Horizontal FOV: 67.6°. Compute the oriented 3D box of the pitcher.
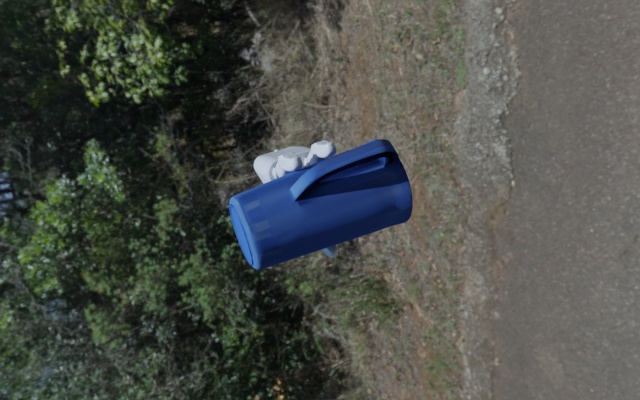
[{"bbox_3d":[0.000,0.002,0.679,0.243,0.149,0.145,-20,19,-17],"label":"pitcher"}]
